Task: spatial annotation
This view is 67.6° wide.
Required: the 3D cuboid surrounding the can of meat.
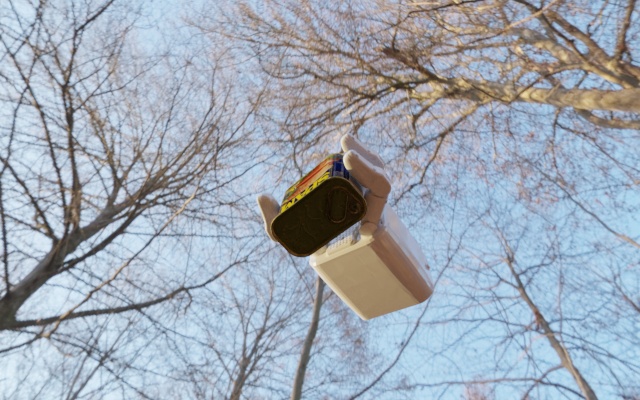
[{"bbox_3d":[0.000,0.002,0.525,0.102,0.057,0.084,-37,17,19],"label":"can of meat"}]
